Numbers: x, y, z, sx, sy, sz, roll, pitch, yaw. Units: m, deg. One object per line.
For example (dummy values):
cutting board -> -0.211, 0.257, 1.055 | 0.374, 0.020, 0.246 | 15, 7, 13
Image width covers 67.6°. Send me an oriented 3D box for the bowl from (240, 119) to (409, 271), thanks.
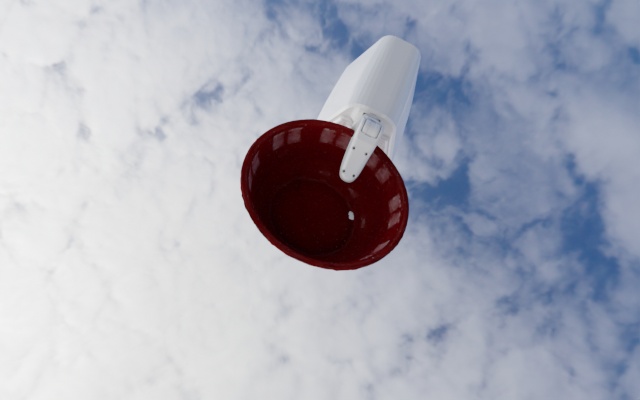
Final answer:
bowl -> -0.001, 0.003, 0.457 | 0.162, 0.162, 0.055 | 0, -30, -20
